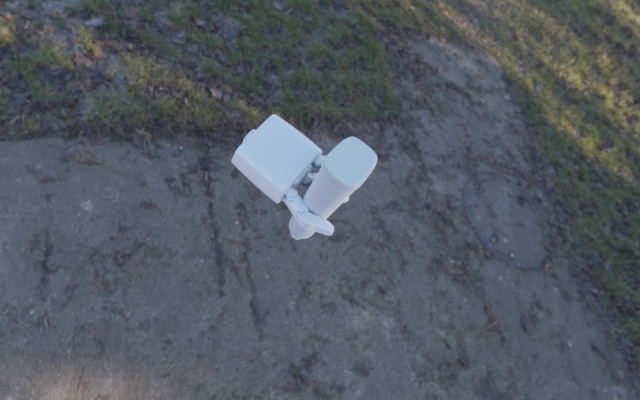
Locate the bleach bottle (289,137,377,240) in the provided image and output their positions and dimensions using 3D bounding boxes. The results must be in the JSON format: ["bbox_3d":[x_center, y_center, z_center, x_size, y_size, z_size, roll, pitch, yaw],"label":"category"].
[{"bbox_3d":[0.000,0.003,0.810,0.102,0.068,0.251,-48,-3,-40],"label":"bleach bottle"}]
